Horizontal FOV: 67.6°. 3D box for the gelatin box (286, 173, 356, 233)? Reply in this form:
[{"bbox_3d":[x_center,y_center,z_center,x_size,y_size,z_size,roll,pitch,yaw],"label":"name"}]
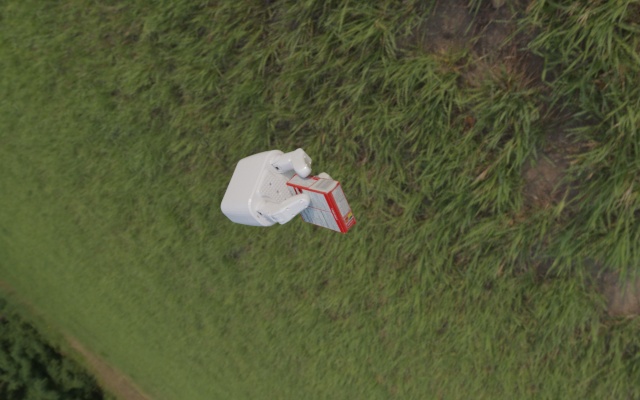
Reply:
[{"bbox_3d":[0.000,0.003,0.670,0.089,0.073,0.030,15,49,45],"label":"gelatin box"}]
